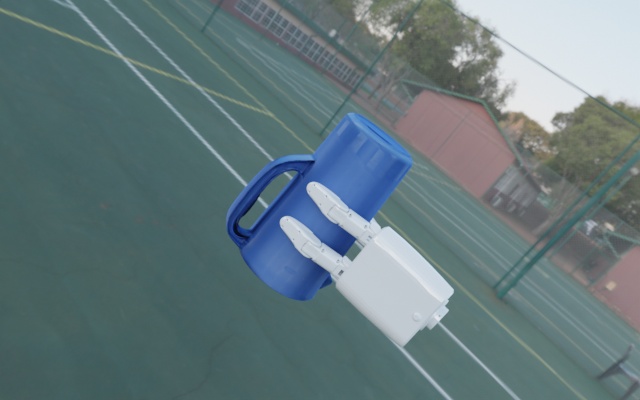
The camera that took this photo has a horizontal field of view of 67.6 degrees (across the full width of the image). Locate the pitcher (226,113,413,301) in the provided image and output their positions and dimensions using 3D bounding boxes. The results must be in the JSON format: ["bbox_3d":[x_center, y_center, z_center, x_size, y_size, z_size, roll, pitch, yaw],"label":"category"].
[{"bbox_3d":[0.000,0.002,0.639,0.145,0.243,0.149,44,16,20],"label":"pitcher"}]
